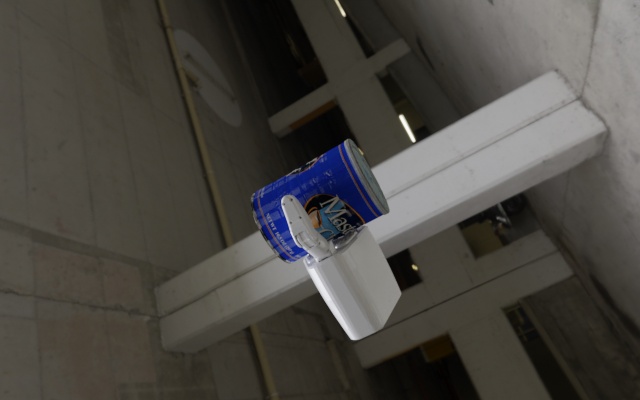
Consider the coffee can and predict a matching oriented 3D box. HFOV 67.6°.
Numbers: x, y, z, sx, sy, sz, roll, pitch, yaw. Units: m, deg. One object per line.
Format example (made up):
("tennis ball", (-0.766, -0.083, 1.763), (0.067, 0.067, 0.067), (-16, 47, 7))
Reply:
("coffee can", (0.000, 0.002, 0.594), (0.140, 0.103, 0.103), (-29, -7, 12))
